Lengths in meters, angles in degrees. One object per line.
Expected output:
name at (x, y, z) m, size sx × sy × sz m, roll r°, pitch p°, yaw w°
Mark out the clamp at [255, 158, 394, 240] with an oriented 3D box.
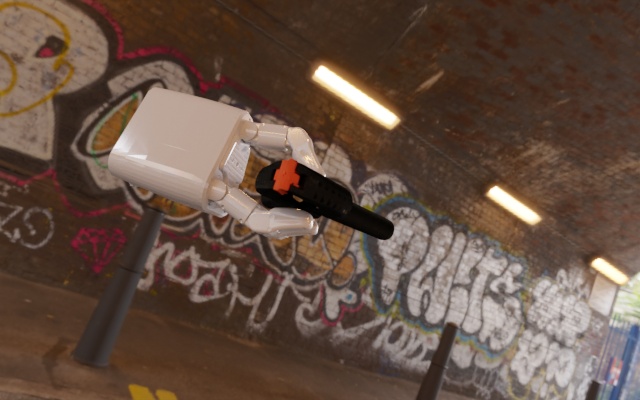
clamp at (0.000, 0.001, 0.484) m, size 0.164 × 0.036 × 0.210 m, roll 15°, pitch -8°, yaw 7°
